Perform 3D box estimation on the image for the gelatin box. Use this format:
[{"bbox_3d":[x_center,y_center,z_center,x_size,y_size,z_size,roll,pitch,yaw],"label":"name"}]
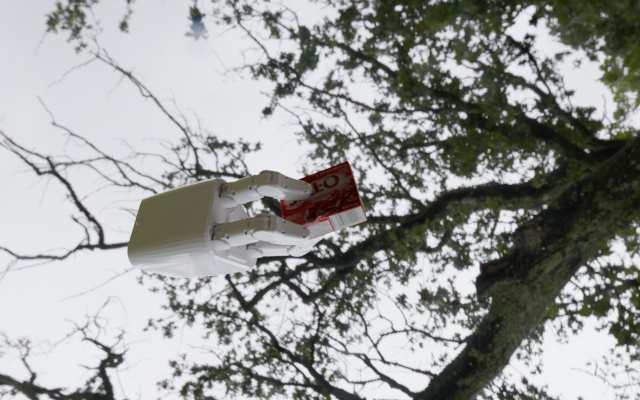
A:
[{"bbox_3d":[0.001,0.002,0.533,0.089,0.073,0.030,-19,-44,7],"label":"gelatin box"}]
